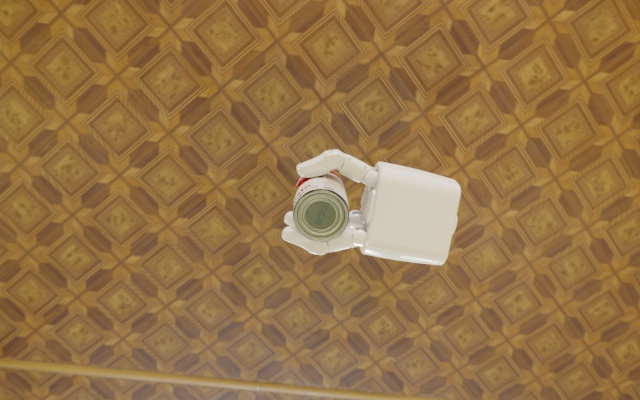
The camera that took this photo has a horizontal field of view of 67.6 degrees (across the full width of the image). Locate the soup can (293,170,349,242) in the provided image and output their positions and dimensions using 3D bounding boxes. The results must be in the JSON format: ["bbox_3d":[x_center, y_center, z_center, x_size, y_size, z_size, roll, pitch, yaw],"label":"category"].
[{"bbox_3d":[0.000,0.002,0.600,0.068,0.068,0.102,0,20,-1],"label":"soup can"}]
